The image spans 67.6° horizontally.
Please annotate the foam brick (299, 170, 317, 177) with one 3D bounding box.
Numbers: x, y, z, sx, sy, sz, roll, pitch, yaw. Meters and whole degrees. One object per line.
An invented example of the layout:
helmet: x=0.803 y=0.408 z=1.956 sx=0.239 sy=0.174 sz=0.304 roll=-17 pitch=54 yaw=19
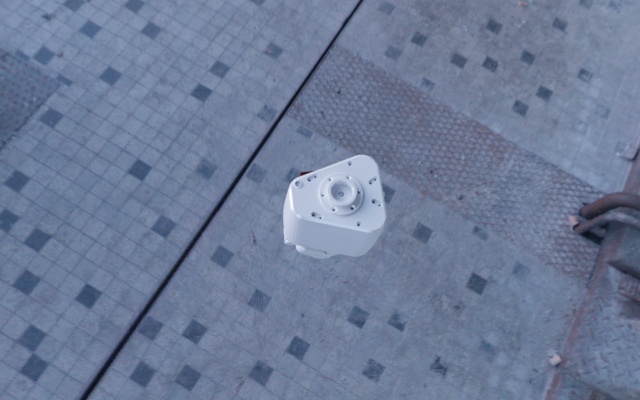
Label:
foam brick: x=0.000 y=0.002 z=0.654 sx=0.053 sy=0.078 sz=0.051 roll=-5 pitch=-18 yaw=-7
